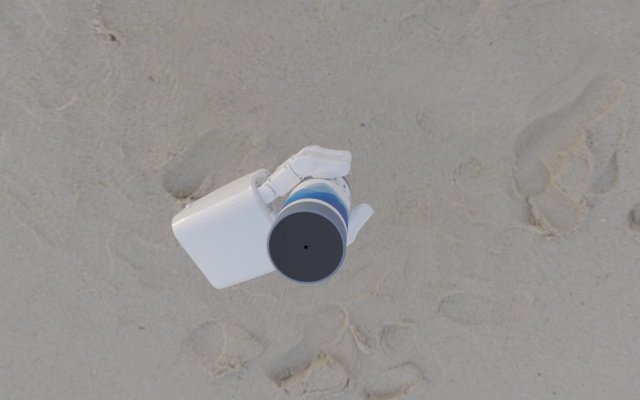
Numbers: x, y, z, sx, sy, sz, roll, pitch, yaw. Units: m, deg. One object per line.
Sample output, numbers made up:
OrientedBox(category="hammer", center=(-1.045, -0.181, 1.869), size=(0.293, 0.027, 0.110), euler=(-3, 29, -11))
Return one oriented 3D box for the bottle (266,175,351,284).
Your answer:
OrientedBox(category="bottle", center=(0.000, 0.002, 0.535), size=(0.069, 0.069, 0.295), euler=(0, 15, 5))
